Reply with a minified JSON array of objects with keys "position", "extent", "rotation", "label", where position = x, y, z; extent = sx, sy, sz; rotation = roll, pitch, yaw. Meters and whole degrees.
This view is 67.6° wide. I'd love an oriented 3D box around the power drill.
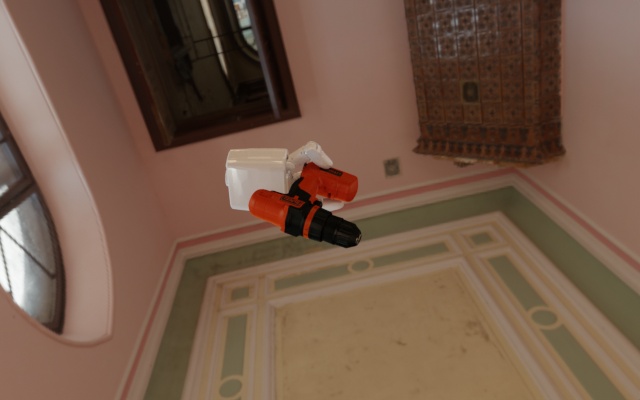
[{"position":[0.000,0.002,0.789],"extent":[0.184,0.057,0.187],"rotation":[21,27,14],"label":"power drill"}]
